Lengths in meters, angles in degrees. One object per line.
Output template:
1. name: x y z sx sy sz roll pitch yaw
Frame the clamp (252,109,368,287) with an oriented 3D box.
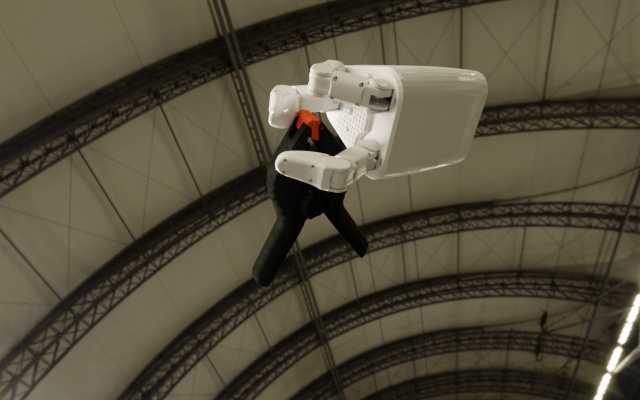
1. clamp: 0.000 0.001 0.442 0.120 0.172 0.039 -10 36 -30
